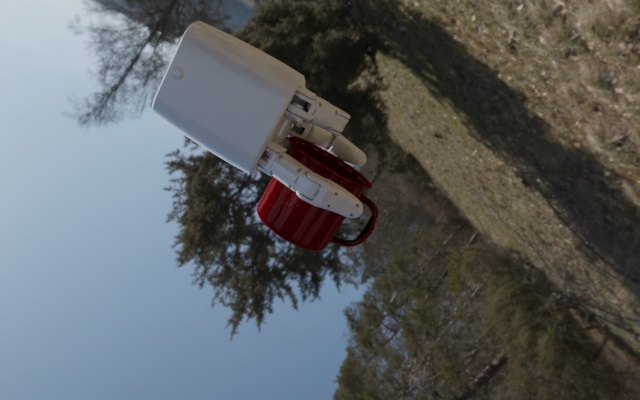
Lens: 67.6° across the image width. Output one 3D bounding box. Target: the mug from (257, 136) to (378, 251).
[{"bbox_3d":[0.001,0.002,0.471,0.117,0.081,0.093,32,13,1],"label":"mug"}]
